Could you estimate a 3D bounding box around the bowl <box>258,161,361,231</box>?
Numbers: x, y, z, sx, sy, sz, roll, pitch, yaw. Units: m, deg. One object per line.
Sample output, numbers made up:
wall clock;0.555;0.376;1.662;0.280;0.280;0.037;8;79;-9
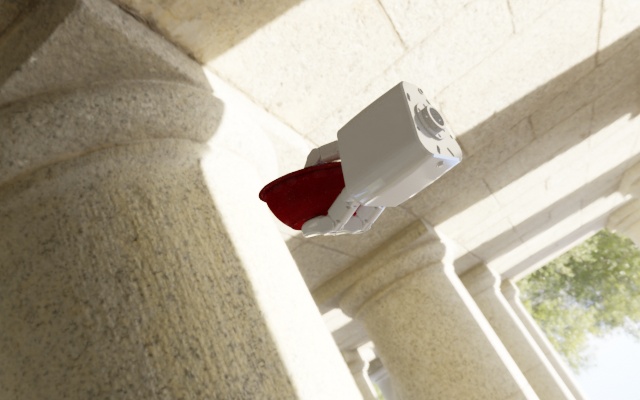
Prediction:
bowl;0.000;0.003;0.644;0.162;0.055;0.162;-12;-14;-3
